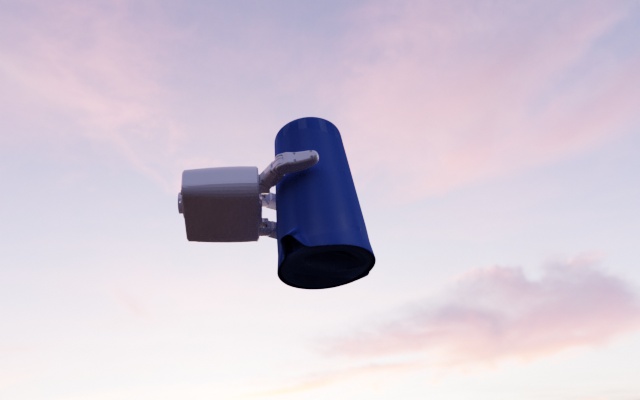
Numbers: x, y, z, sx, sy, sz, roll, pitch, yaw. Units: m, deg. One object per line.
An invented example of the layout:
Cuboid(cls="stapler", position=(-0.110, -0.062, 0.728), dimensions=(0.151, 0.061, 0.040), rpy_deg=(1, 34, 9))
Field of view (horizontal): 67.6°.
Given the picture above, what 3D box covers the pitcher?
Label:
Cuboid(cls="pitcher", position=(0.000, 0.002, 0.707), dimensions=(0.145, 0.242, 0.149), rpy_deg=(-2, -34, -9))
